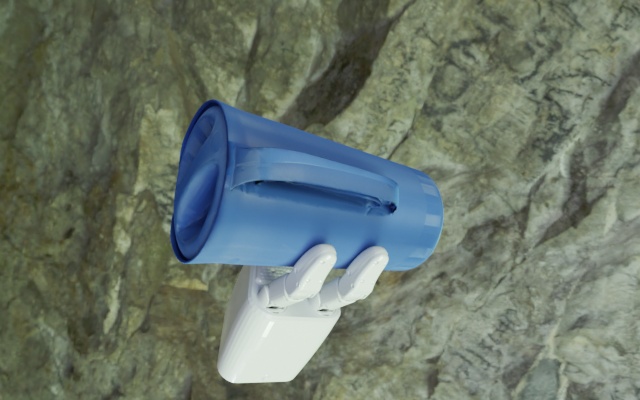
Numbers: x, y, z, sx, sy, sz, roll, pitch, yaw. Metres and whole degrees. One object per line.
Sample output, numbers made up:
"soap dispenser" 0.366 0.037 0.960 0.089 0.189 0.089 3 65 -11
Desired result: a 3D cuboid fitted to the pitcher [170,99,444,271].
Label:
"pitcher" 0.000 0.002 0.434 0.243 0.145 0.149 10 31 -31
